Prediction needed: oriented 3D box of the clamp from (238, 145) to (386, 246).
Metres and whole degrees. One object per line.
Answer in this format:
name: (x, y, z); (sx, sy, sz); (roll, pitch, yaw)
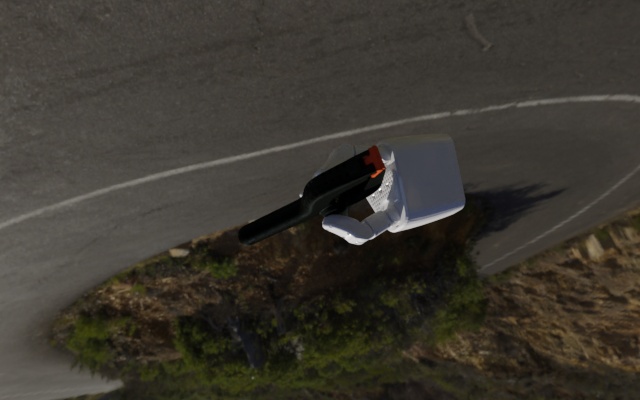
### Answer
clamp: (0.001, 0.002, 0.557); (0.164, 0.036, 0.210); (-12, -18, -28)
